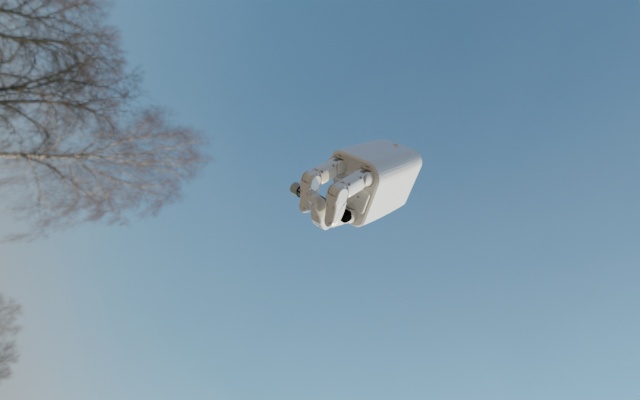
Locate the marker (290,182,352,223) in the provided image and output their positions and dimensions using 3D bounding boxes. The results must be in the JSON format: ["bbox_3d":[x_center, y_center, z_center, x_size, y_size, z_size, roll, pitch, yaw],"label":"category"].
[{"bbox_3d":[0.000,0.002,0.692,0.020,0.020,0.121,0,21,-46],"label":"marker"}]
